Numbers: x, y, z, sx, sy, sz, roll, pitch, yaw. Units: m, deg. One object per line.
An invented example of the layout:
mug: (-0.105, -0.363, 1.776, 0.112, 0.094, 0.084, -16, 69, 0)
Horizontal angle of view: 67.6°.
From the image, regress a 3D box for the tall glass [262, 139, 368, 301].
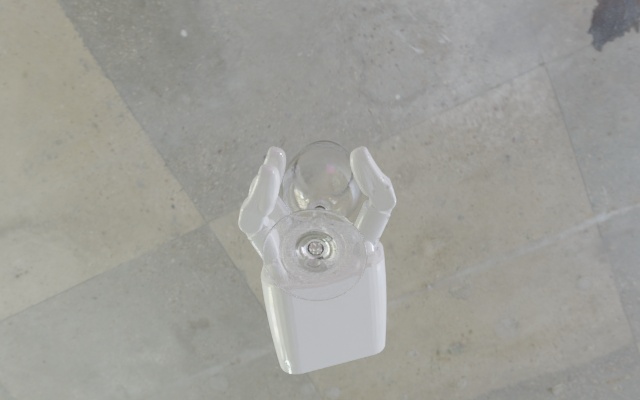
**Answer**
tall glass: (0.000, 0.002, 0.426, 0.079, 0.079, 0.201, 0, 23, 3)
